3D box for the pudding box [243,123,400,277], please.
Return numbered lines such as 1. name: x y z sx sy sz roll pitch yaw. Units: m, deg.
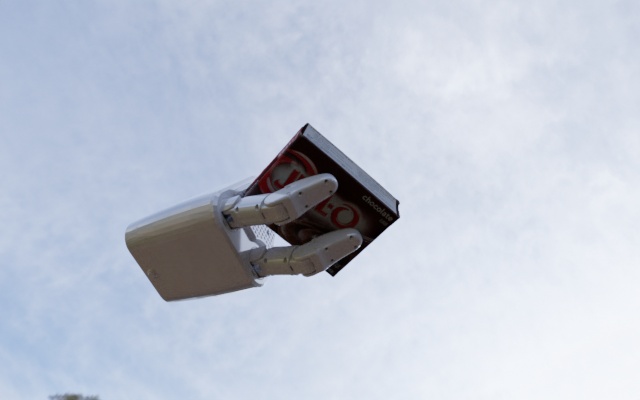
1. pudding box: 0.000 0.001 0.424 0.113 0.090 0.039 38 28 -13
